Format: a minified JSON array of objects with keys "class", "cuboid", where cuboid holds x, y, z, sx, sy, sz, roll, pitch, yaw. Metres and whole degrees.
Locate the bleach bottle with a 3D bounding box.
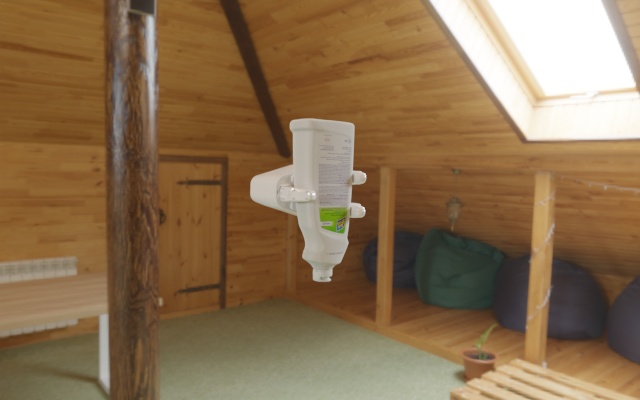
[{"class":"bleach bottle","cuboid":[0.000,0.002,0.752,0.102,0.251,0.068,0,4,-33]}]
